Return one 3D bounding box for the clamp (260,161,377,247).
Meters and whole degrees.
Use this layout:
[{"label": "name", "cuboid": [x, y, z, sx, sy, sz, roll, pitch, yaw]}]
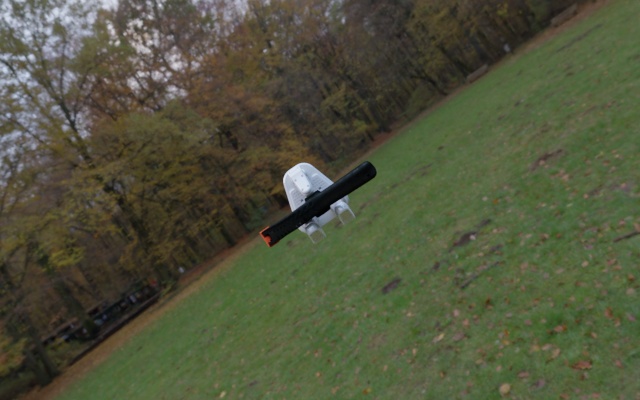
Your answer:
[{"label": "clamp", "cuboid": [-0.001, 0.002, 0.716, 0.210, 0.036, 0.164, -34, 0, 1]}]
